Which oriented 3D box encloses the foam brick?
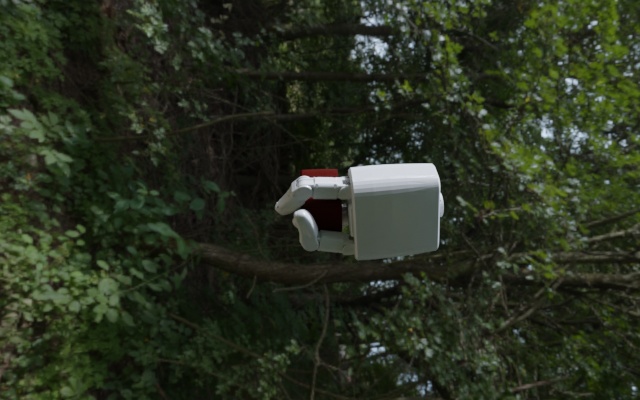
[{"bbox_3d":[0.000,0.002,0.625,0.051,0.053,0.078,-4,42,-1],"label":"foam brick"}]
